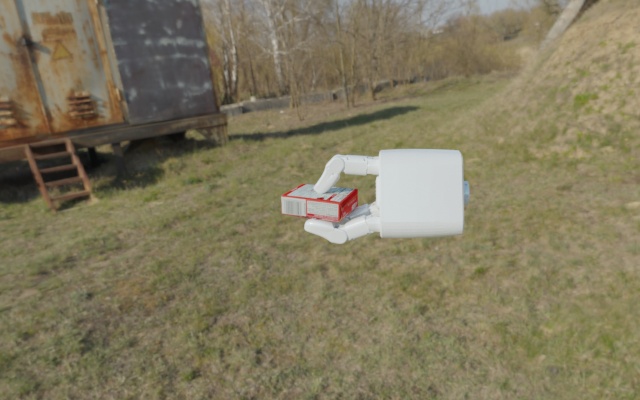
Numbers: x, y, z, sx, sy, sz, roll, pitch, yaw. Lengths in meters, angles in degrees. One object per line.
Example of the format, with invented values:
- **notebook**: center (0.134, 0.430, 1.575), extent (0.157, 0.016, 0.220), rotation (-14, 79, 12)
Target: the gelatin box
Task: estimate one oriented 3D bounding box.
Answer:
- **gelatin box**: center (0.000, 0.002, 0.664), extent (0.089, 0.030, 0.073), rotation (7, 18, 20)
